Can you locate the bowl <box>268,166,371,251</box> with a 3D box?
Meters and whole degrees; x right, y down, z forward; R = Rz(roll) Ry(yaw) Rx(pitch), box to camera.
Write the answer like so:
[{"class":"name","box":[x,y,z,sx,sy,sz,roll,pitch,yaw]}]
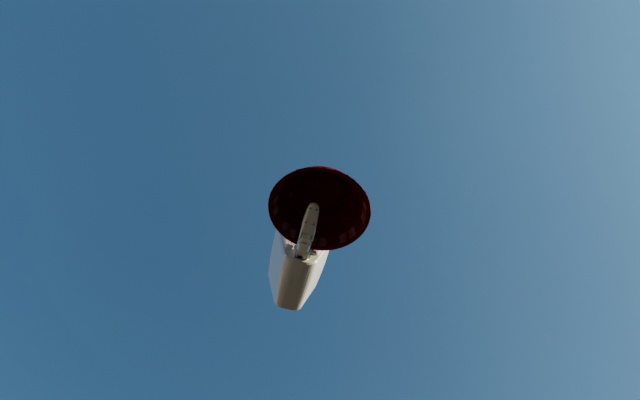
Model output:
[{"class":"bowl","box":[0.001,0.001,0.764,0.162,0.162,0.055,0,35,7]}]
